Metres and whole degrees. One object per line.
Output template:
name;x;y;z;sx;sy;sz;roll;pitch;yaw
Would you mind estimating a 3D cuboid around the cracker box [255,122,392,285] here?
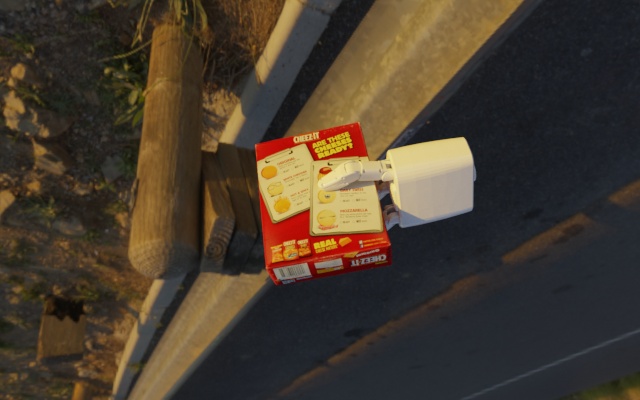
cracker box;0.000;0.002;0.684;0.164;0.213;0.072;-12;-34;2
